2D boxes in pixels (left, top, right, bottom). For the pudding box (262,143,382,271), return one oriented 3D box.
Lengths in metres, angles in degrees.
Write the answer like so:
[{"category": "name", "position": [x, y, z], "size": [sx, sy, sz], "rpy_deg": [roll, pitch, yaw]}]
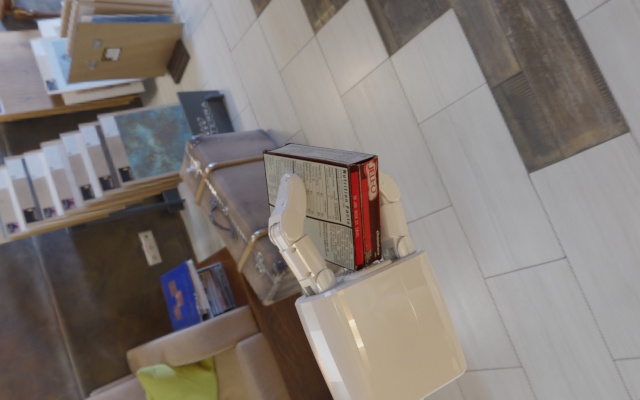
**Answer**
[{"category": "pudding box", "position": [0.000, 0.001, 0.412], "size": [0.039, 0.090, 0.113], "rpy_deg": [-20, 24, -41]}]
